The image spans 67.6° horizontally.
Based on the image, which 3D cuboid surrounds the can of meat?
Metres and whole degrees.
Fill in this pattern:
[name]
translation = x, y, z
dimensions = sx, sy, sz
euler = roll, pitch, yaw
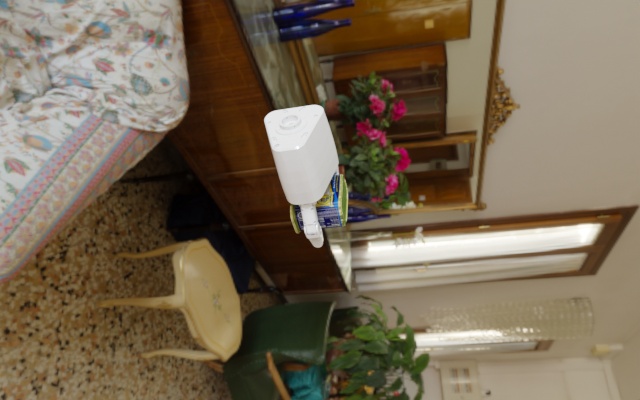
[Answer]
[can of meat]
translation = 0.000, 0.003, 0.799
dimensions = 0.084, 0.057, 0.102
euler = -7, 41, 11
